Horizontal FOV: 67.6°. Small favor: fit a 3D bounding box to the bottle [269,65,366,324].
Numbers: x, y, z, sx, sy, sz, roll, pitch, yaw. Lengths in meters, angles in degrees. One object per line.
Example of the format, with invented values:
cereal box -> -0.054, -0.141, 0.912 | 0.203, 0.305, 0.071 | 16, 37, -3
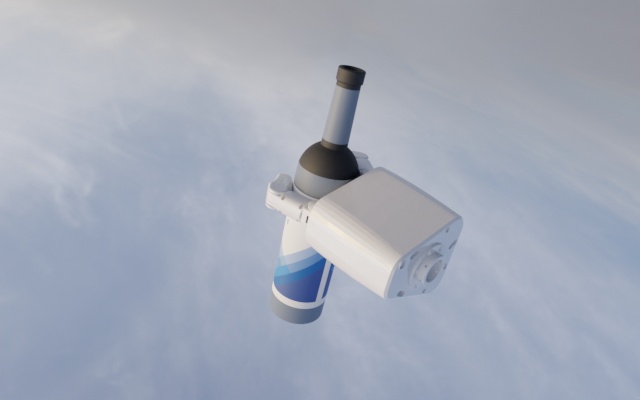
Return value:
bottle -> 0.000, 0.002, 0.523 | 0.069, 0.296, 0.069 | 11, 27, -5
